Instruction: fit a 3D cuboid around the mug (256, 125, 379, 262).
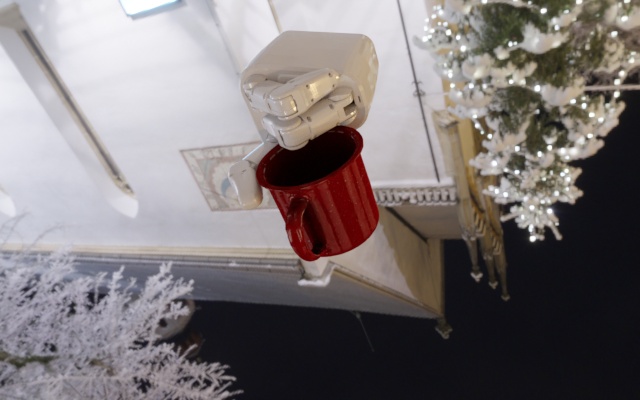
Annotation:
[{"bbox_3d":[0.000,0.002,0.402,0.093,0.081,0.117,-7,36,21],"label":"mug"}]
